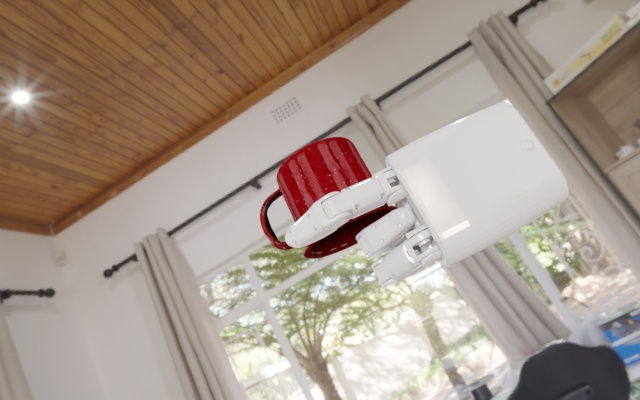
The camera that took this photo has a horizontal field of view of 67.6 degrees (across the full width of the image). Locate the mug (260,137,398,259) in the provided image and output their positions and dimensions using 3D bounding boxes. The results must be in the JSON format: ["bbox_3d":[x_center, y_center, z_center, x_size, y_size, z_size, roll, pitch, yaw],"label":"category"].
[{"bbox_3d":[-0.001,0.002,0.438,0.117,0.081,0.093,-26,-18,-2],"label":"mug"}]
